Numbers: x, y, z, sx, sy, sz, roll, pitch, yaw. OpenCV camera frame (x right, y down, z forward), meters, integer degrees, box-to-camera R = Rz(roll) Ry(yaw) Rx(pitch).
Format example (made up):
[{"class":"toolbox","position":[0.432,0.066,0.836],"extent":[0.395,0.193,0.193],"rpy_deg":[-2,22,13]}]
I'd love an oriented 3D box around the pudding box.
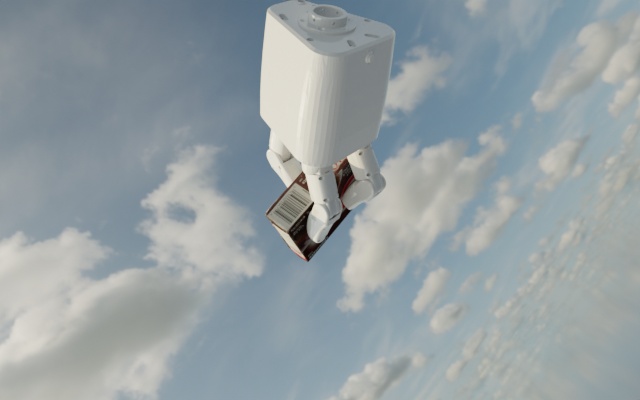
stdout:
[{"class":"pudding box","position":[0.000,0.002,0.519],"extent":[0.039,0.113,0.090],"rpy_deg":[37,-13,27]}]
